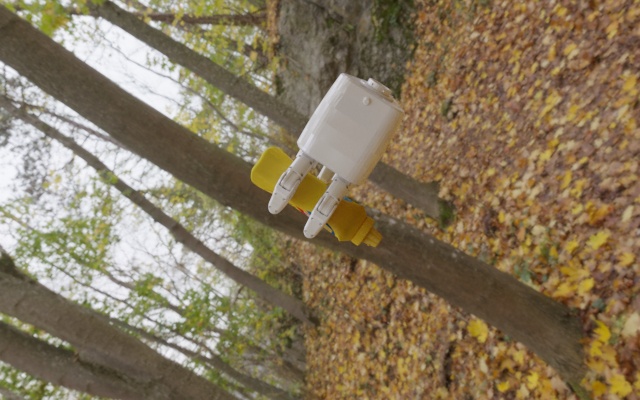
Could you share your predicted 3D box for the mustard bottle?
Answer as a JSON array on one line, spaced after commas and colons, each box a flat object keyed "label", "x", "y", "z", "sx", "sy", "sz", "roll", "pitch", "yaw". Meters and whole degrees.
[{"label": "mustard bottle", "x": 0.000, "y": 0.002, "z": 0.648, "sx": 0.191, "sy": 0.058, "sz": 0.096, "roll": 33, "pitch": -4, "yaw": 3}]
